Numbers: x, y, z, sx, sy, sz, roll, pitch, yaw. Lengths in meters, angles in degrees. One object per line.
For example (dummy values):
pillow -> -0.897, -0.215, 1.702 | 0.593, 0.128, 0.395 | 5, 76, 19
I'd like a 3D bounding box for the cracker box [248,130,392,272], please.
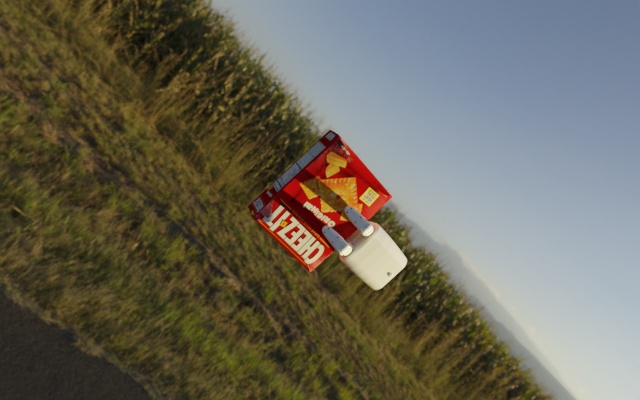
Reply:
cracker box -> 0.000, 0.003, 0.888 | 0.164, 0.214, 0.072 | 46, 2, -23
